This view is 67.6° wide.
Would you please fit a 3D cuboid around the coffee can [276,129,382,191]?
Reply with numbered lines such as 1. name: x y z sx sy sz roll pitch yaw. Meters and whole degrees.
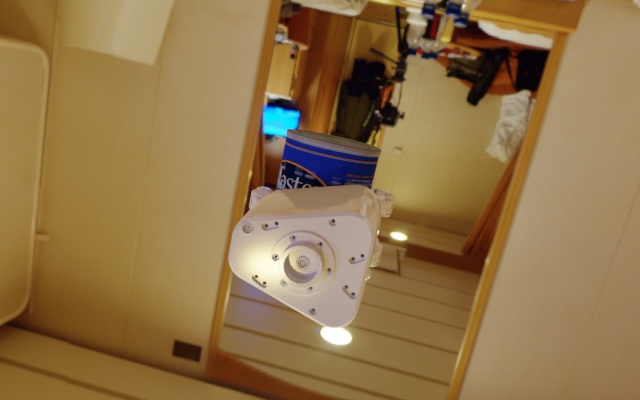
1. coffee can: 0.000 0.002 0.519 0.103 0.140 0.102 12 12 -2
